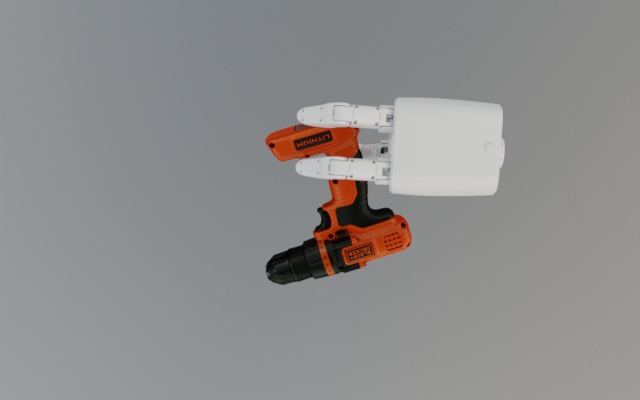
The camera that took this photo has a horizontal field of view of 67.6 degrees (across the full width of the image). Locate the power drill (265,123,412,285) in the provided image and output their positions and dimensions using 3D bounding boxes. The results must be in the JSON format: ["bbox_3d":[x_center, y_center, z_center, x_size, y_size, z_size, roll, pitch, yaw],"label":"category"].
[{"bbox_3d":[0.000,0.001,0.566,0.184,0.188,0.057,-18,19,2],"label":"power drill"}]
